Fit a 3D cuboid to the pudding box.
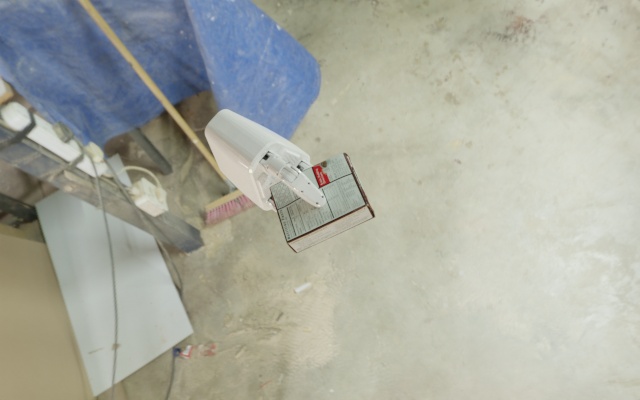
[{"bbox_3d":[0.000,0.002,0.601,0.113,0.090,0.039,-26,-32,9],"label":"pudding box"}]
